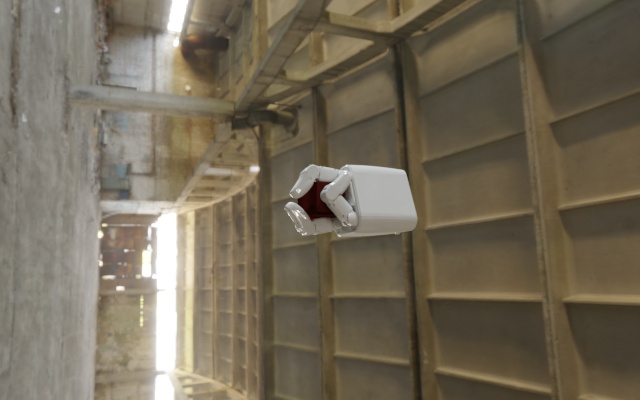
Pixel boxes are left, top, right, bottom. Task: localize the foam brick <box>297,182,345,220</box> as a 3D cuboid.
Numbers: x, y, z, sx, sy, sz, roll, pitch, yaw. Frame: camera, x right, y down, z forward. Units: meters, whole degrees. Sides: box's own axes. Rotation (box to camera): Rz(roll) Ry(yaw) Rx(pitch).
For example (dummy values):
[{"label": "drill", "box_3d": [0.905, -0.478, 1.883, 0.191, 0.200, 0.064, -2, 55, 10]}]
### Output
[{"label": "foam brick", "box_3d": [0.000, 0.002, 0.767, 0.051, 0.053, 0.078, 1, -9, -23]}]
